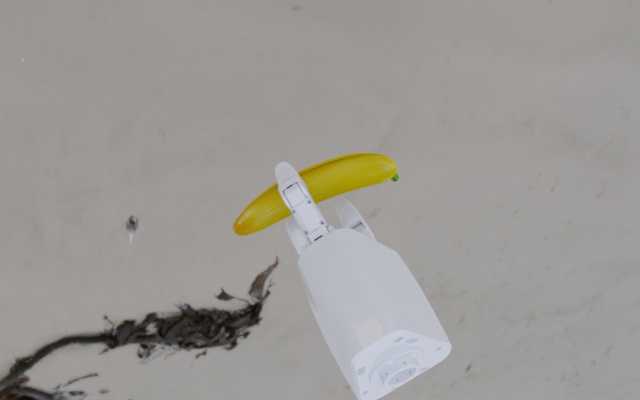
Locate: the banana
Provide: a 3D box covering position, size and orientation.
[{"bbox_3d":[0.004,-0.011,0.492,0.198,0.037,0.070,-17,-37,-16],"label":"banana"}]
